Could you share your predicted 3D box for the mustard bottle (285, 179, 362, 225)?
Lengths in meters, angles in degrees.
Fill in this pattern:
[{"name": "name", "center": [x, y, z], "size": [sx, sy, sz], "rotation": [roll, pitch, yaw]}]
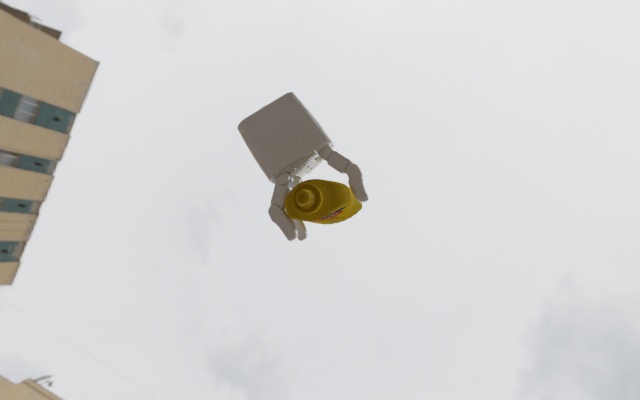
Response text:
[{"name": "mustard bottle", "center": [0.000, 0.003, 0.711], "size": [0.096, 0.058, 0.191], "rotation": [-13, -8, 13]}]
